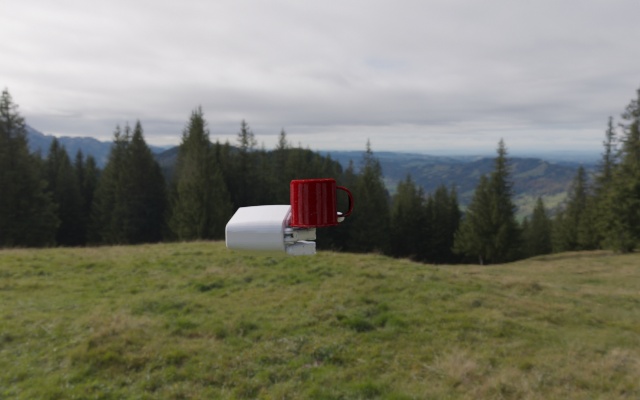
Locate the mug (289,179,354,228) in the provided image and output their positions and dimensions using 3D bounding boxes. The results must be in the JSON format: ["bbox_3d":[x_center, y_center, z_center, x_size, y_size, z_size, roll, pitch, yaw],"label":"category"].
[{"bbox_3d":[0.002,0.003,0.850,0.117,0.081,0.093,-1,3,5],"label":"mug"}]
